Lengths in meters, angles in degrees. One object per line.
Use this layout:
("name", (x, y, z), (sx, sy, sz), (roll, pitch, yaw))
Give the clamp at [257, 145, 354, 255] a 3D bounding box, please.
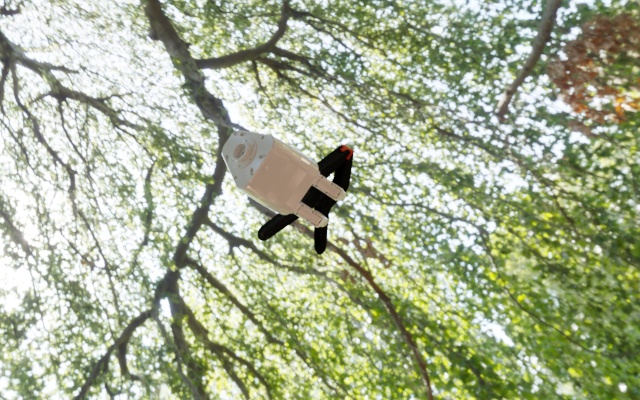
("clamp", (0.000, 0.002, 0.837), (0.036, 0.210, 0.165), (37, 4, 40))
